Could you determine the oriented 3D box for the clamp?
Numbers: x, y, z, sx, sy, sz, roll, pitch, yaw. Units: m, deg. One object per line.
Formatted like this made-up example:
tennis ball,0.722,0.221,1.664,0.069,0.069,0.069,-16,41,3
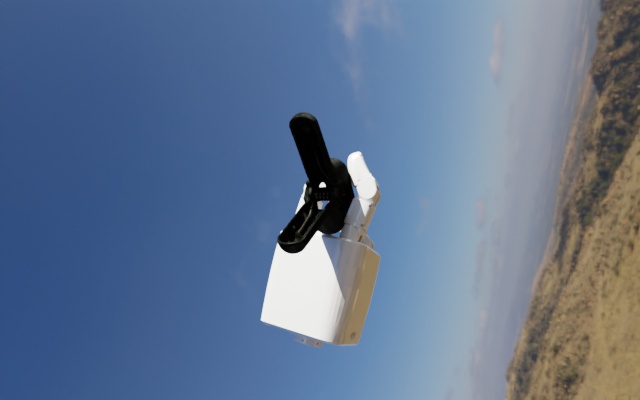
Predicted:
clamp,0.000,0.001,0.467,0.039,0.120,0.171,10,-12,22
